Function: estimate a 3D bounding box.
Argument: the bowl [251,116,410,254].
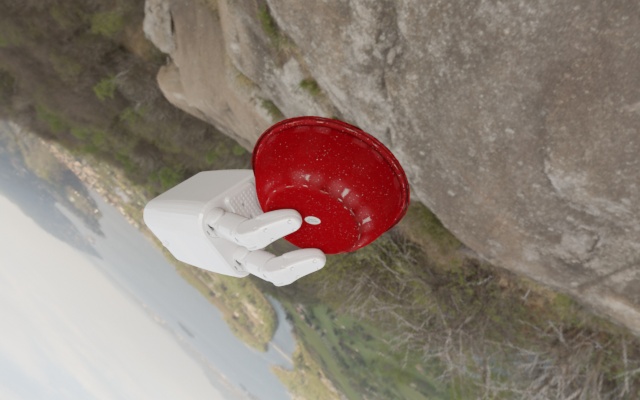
[{"bbox_3d":[0.001,0.001,0.452,0.162,0.162,0.055,0,44,24],"label":"bowl"}]
